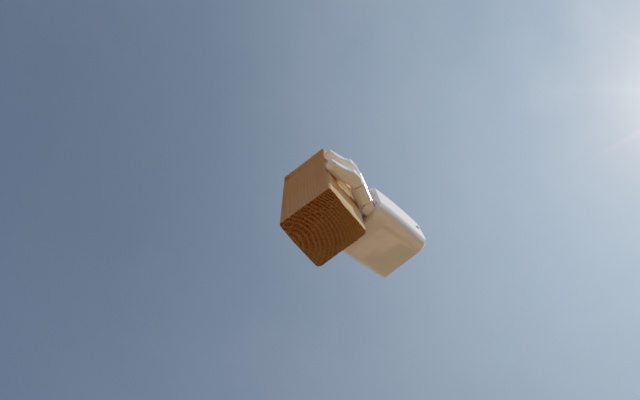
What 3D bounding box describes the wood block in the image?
[{"bbox_3d":[0.000,0.003,0.756,0.091,0.090,0.206,-37,18,11],"label":"wood block"}]
